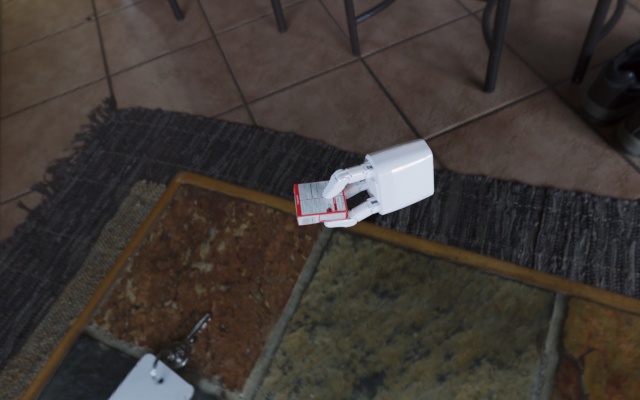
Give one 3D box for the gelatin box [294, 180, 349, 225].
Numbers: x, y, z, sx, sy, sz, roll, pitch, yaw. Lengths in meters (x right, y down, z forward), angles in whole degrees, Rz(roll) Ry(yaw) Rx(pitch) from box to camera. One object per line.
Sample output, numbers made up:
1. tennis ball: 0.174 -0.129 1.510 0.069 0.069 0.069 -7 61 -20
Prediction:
1. gelatin box: 0.000 0.003 0.845 0.089 0.073 0.030 -6 -36 -3
